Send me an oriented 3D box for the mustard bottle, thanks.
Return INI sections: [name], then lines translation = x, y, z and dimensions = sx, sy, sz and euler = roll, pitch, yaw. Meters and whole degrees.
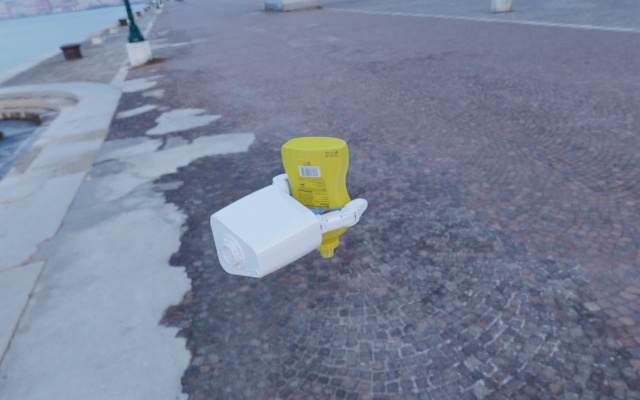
[mustard bottle]
translation = 0.000, 0.002, 0.724
dimensions = 0.096, 0.192, 0.058
euler = 4, 27, 22
